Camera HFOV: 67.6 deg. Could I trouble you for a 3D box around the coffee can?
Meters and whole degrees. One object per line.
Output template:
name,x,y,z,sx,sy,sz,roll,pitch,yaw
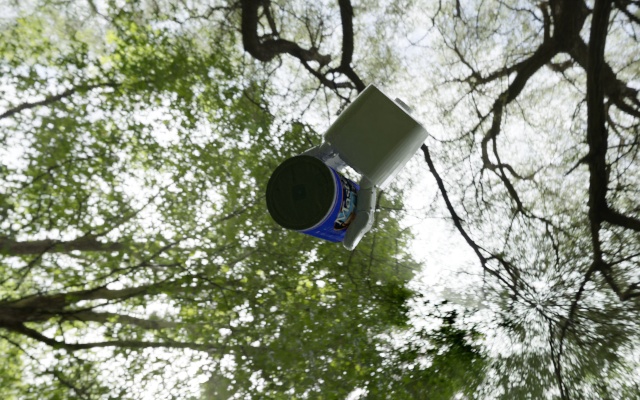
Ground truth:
coffee can,0.000,0.002,0.688,0.103,0.103,0.140,0,-11,25
